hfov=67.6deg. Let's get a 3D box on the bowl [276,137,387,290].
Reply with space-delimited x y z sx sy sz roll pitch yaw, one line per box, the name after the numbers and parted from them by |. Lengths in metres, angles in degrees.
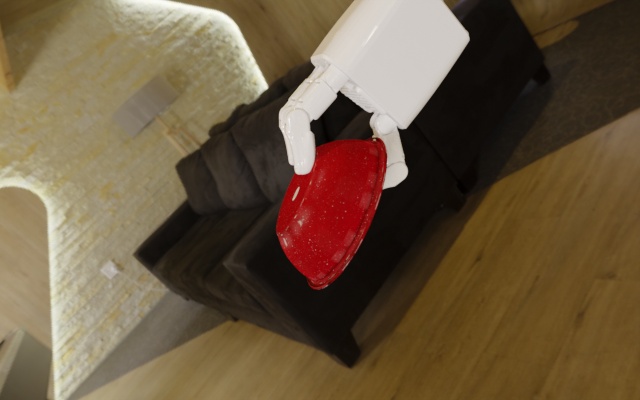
-0.001 0.003 0.467 0.055 0.162 0.162 23 -6 -15 | bowl
